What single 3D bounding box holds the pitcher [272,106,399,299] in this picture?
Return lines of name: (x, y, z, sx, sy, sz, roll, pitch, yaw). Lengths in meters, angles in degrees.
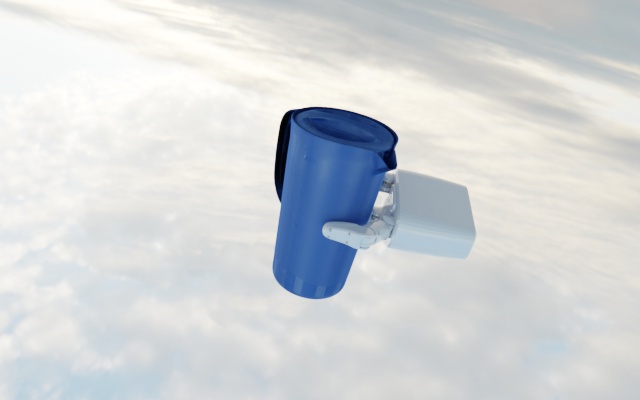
pitcher: (0.000, 0.002, 0.638, 0.145, 0.243, 0.149, 11, 28, -6)
